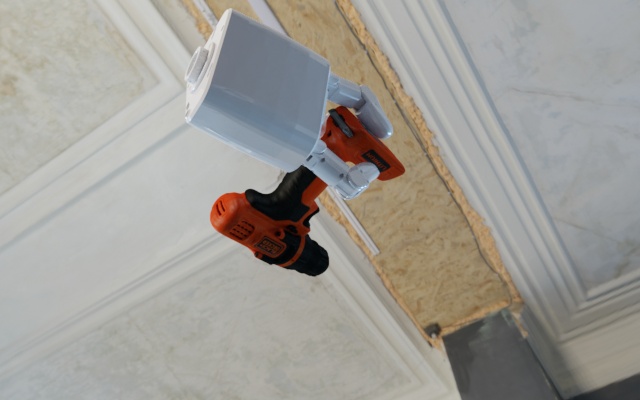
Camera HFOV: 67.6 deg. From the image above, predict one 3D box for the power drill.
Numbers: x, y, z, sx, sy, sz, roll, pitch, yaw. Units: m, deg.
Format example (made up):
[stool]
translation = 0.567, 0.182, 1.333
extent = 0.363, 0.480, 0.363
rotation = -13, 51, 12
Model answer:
[power drill]
translation = 0.000, 0.001, 0.530
extent = 0.184, 0.188, 0.057
rotation = 35, 16, -47
